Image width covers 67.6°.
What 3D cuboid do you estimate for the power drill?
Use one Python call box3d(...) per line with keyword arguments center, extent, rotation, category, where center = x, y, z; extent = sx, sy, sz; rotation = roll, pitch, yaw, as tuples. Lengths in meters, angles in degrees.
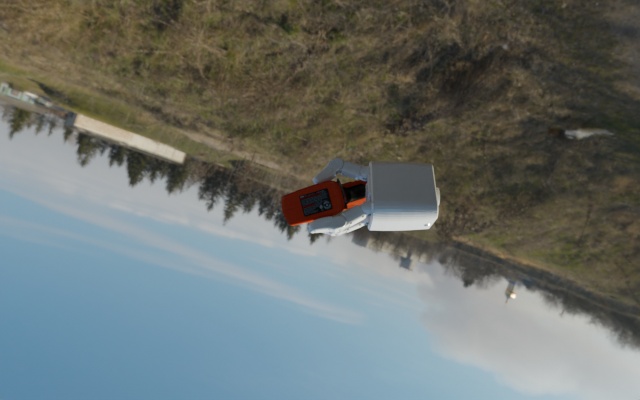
box3d(center=(0.000, 0.003, 0.855), extent=(0.184, 0.057, 0.187), rotation=(-18, -1, 19), category="power drill")
